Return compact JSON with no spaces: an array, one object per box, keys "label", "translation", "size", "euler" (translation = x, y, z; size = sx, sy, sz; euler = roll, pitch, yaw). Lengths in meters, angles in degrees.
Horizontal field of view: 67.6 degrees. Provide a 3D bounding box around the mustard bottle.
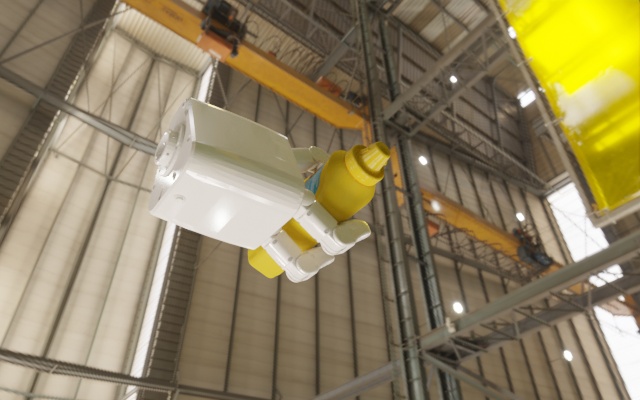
[{"label":"mustard bottle","translation":[0.000,0.002,0.496],"size":[0.192,0.058,0.096],"euler":[-41,15,37]}]
